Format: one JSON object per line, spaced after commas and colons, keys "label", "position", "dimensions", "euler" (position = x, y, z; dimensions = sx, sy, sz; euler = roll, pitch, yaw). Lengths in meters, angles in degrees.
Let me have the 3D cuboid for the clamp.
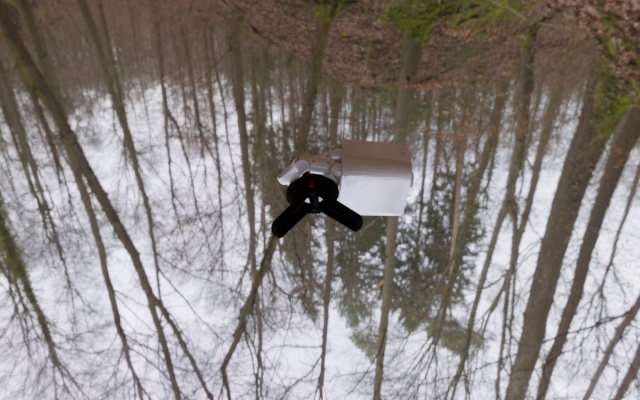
{"label": "clamp", "position": [0.000, 0.003, 0.687], "dimensions": [0.120, 0.039, 0.171], "euler": [5, 30, 2]}
